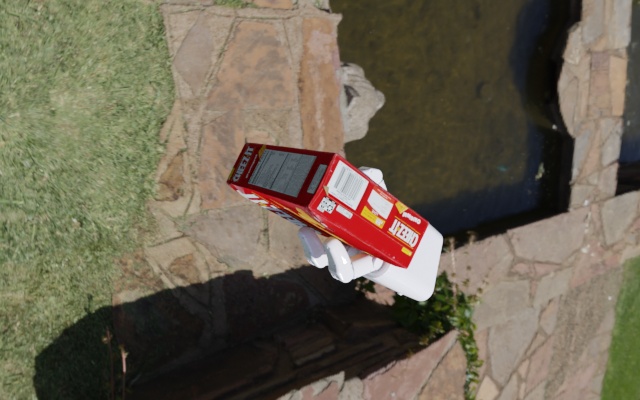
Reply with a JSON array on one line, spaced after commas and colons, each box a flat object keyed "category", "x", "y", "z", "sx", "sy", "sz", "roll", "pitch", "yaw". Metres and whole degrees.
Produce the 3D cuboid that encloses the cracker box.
[{"category": "cracker box", "x": 0.000, "y": 0.002, "z": 0.595, "sx": 0.164, "sy": 0.072, "sz": 0.213, "roll": 33, "pitch": -10, "yaw": -34}]
